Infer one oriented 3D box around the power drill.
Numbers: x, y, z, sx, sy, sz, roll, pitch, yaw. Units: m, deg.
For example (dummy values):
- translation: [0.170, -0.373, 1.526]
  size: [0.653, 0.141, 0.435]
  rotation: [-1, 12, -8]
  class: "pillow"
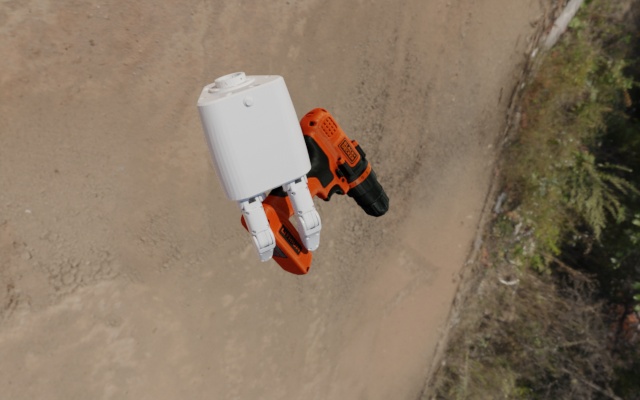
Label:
- translation: [0.000, 0.002, 0.621]
  size: [0.057, 0.187, 0.184]
  rotation: [-5, -48, 52]
  class: "power drill"
